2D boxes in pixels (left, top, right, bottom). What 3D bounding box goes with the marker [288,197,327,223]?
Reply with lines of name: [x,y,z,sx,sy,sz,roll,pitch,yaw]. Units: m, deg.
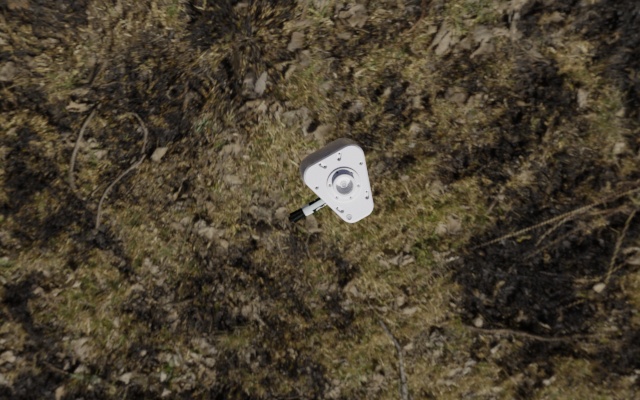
marker: [0.000,0.003,0.794,0.121,0.020,0.020,-30,-1,2]
